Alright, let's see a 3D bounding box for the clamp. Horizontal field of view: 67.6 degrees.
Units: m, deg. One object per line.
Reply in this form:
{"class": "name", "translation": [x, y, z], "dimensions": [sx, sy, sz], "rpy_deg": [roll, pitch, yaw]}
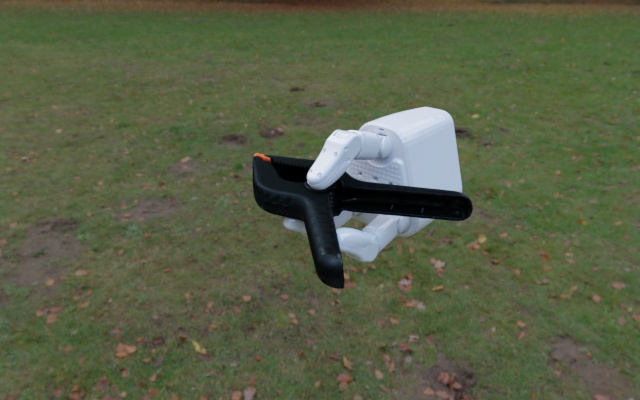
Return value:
{"class": "clamp", "translation": [0.000, 0.000, 0.413], "dimensions": [0.210, 0.036, 0.164], "rpy_deg": [21, 32, 36]}
